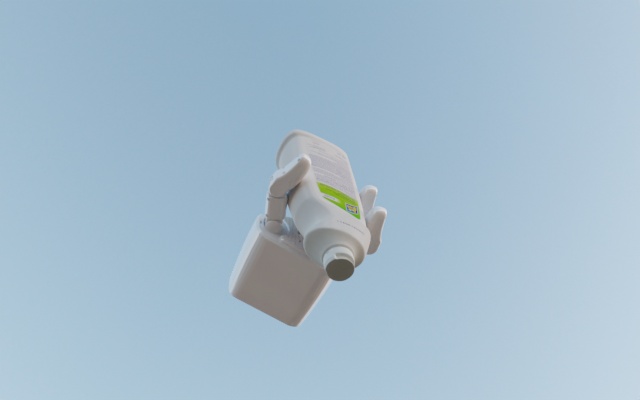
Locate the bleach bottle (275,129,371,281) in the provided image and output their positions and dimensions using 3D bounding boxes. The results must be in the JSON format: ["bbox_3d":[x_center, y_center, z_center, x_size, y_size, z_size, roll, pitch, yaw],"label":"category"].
[{"bbox_3d":[0.000,0.002,0.566,0.102,0.068,0.250,21,26,-17],"label":"bleach bottle"}]
